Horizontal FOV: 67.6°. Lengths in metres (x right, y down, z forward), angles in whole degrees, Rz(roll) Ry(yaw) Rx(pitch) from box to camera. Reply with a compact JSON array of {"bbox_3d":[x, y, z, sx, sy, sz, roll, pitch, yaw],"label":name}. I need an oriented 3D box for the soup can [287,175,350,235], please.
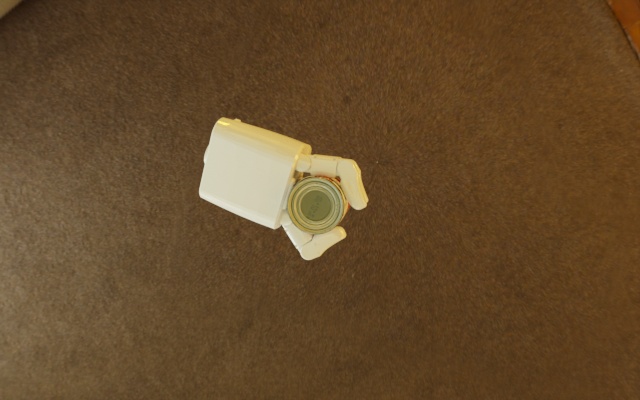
[{"bbox_3d":[0.000,0.002,0.584,0.068,0.068,0.102,0,5,7],"label":"soup can"}]
